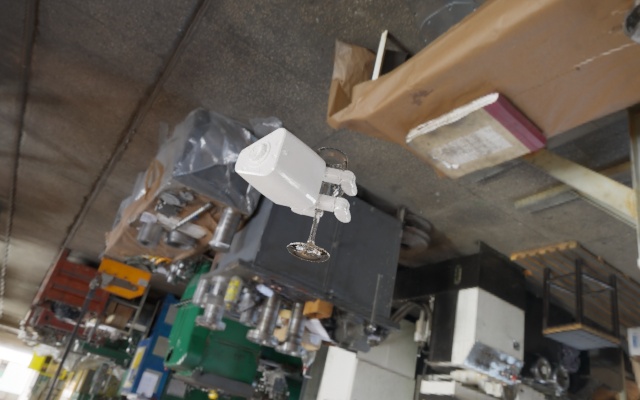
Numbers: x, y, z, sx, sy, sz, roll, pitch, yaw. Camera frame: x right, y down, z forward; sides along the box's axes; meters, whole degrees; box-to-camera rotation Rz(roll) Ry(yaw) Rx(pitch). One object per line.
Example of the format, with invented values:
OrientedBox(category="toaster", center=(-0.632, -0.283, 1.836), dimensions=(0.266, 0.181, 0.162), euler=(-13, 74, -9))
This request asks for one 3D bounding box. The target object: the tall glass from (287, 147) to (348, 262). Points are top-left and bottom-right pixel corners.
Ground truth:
OrientedBox(category="tall glass", center=(0.000, 0.003, 0.855), dimensions=(0.079, 0.201, 0.079), euler=(11, -27, 6))
